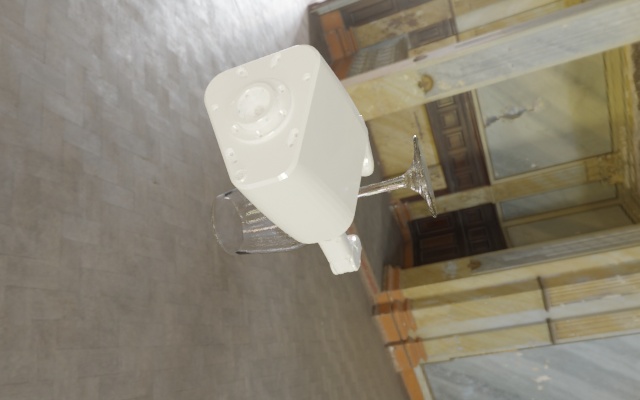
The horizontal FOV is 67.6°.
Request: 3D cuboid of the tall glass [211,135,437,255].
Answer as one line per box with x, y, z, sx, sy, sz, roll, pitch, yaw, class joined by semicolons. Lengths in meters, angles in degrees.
0.001;0.001;0.446;0.201;0.079;0.079;-14;-4;17;tall glass
